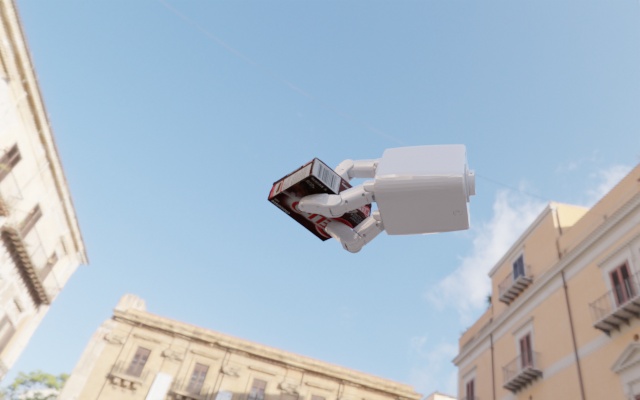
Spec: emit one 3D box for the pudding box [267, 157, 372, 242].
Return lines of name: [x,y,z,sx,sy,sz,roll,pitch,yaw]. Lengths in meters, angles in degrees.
pudding box: [0.000,0.002,0.646,0.090,0.039,0.113,-28,-57,38]
